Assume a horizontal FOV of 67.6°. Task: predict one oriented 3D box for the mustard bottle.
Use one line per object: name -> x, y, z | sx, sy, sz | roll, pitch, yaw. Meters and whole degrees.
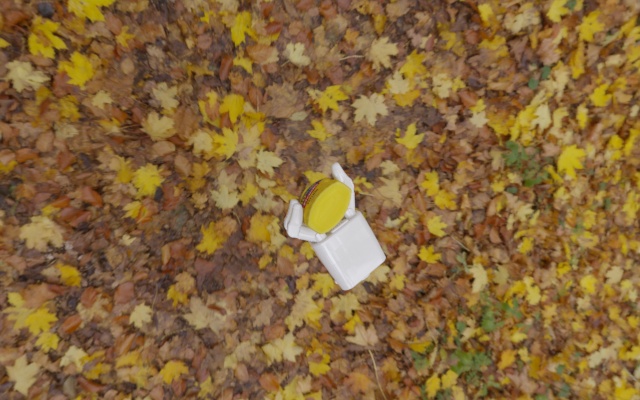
mustard bottle -> 0.000, 0.003, 0.890 | 0.058, 0.096, 0.191 | 33, 0, -11
